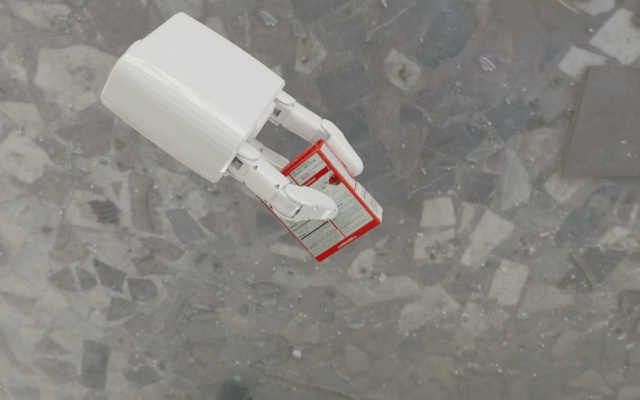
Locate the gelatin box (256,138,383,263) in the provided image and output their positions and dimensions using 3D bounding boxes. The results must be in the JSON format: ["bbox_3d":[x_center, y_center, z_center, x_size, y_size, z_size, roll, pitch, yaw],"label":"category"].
[{"bbox_3d":[0.000,0.002,0.424,0.073,0.089,0.030,-36,14,24],"label":"gelatin box"}]
